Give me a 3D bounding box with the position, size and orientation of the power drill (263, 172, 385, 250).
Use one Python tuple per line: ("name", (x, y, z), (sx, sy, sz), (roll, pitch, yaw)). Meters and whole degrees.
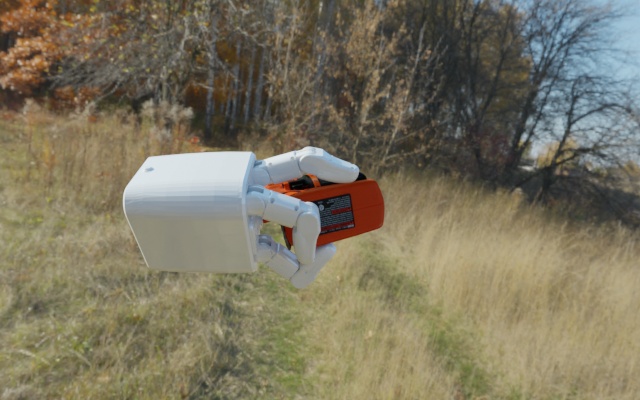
("power drill", (0.000, 0.002, 0.555), (0.184, 0.057, 0.187), (-15, 9, -18))
